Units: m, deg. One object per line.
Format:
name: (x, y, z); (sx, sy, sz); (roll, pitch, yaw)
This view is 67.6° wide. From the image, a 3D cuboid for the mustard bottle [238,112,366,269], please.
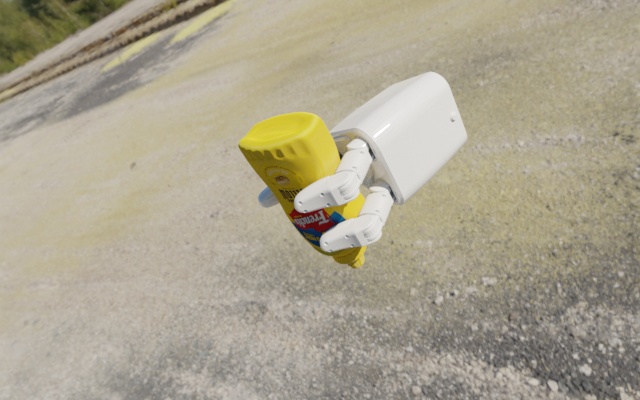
mustard bottle: (0.000, 0.002, 0.497); (0.096, 0.192, 0.058); (-1, 43, 40)
